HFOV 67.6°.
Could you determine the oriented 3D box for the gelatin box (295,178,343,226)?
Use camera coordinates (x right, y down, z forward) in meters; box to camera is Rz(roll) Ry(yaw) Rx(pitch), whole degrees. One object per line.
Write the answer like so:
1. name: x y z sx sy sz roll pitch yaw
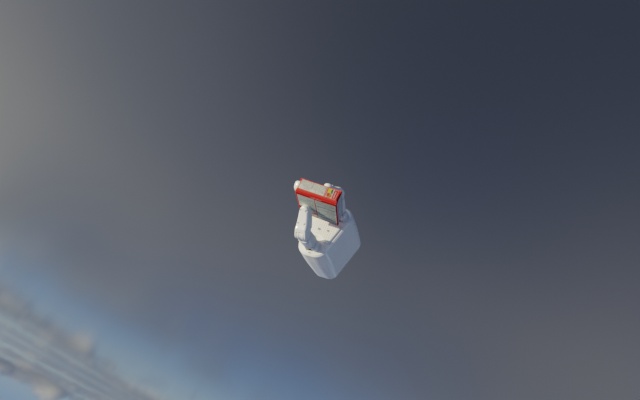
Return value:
1. gelatin box: 0.000 0.003 0.808 0.073 0.030 0.089 19 -22 13
